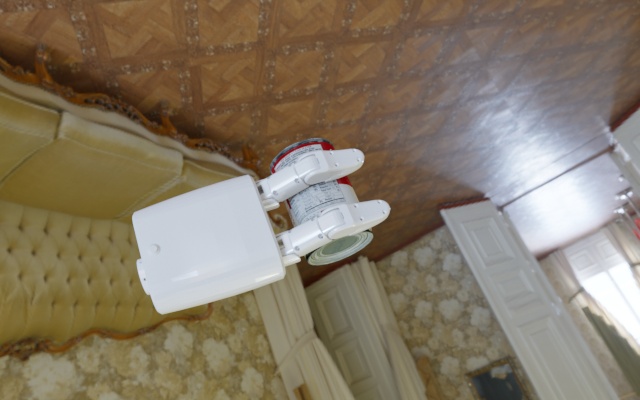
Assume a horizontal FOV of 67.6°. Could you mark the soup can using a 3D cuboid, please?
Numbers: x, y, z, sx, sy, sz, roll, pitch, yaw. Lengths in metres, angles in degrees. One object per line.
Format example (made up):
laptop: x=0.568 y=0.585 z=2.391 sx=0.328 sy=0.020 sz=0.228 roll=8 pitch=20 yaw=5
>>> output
soup can: x=0.001 y=0.002 z=0.454 sx=0.068 sy=0.102 sz=0.068 roll=-19 pitch=-24 yaw=-9
